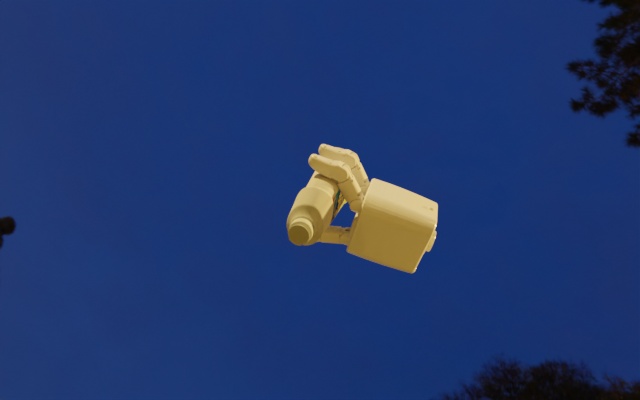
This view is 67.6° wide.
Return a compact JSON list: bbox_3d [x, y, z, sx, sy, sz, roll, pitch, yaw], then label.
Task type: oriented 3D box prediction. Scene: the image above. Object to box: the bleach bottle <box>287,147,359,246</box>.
[{"bbox_3d":[0.000,0.002,0.706,0.068,0.103,0.250,20,26,6],"label":"bleach bottle"}]
